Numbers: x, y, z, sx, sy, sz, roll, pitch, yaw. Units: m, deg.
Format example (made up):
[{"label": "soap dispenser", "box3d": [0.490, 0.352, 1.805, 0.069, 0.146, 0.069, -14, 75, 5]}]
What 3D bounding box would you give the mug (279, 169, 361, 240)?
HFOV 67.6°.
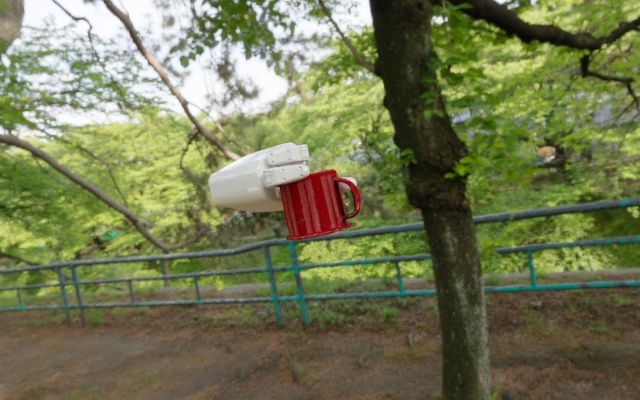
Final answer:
[{"label": "mug", "box3d": [0.001, 0.002, 0.646, 0.117, 0.081, 0.093, -10, 4, 33]}]
